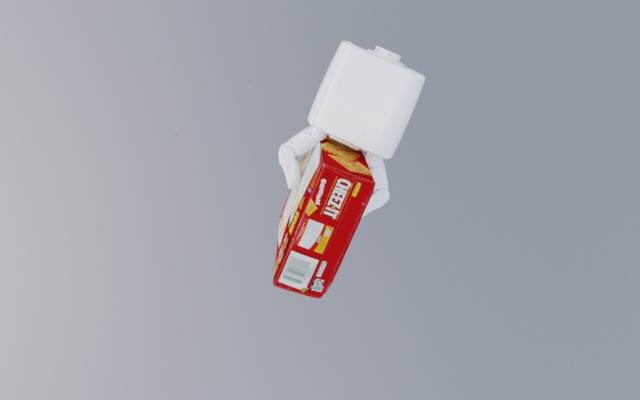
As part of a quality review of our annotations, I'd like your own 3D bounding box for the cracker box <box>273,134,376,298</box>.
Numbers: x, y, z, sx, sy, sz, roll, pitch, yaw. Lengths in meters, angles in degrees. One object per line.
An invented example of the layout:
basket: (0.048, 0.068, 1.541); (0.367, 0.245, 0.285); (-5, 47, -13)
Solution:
cracker box: (0.000, 0.002, 0.634); (0.072, 0.164, 0.213); (20, 20, -9)
